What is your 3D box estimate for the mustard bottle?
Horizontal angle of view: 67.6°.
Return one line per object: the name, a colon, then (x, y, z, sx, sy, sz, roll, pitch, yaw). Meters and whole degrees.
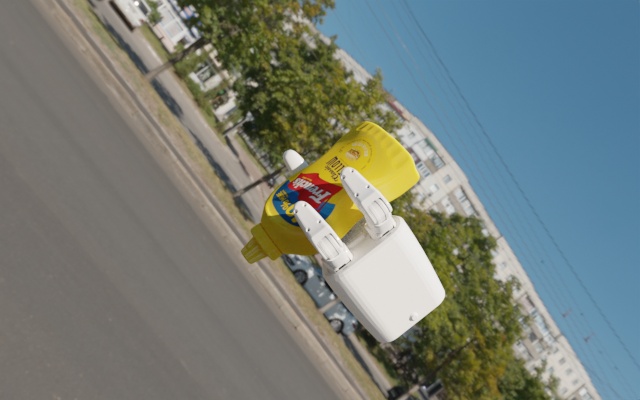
mustard bottle: (0.000, 0.001, 0.494, 0.096, 0.191, 0.058, 50, -5, 43)
